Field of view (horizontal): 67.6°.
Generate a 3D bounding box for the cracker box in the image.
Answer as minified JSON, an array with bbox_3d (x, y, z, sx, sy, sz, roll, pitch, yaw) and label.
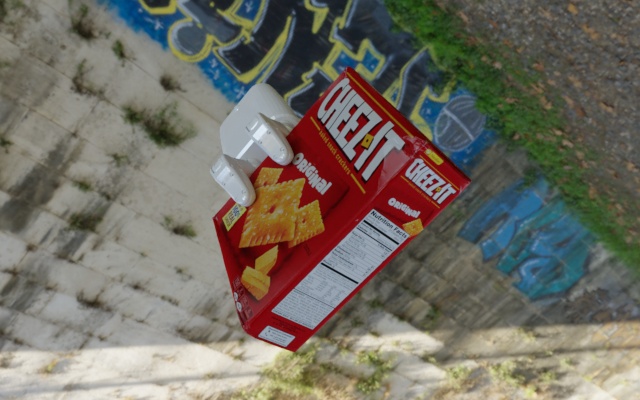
[{"bbox_3d":[0.000,0.002,0.437,0.072,0.214,0.164,33,17,-36],"label":"cracker box"}]
